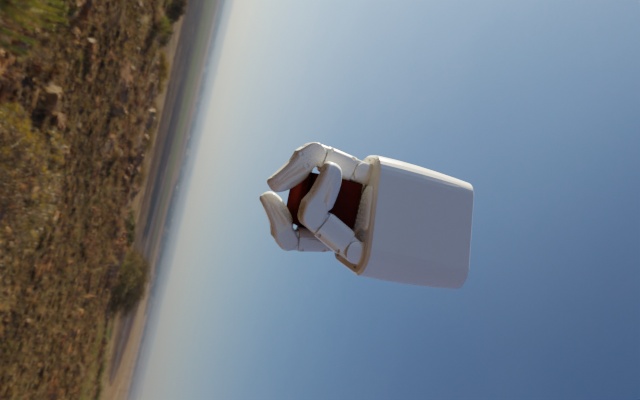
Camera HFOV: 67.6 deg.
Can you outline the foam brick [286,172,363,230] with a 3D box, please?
[{"bbox_3d":[0.000,0.001,0.468,0.051,0.053,0.078,12,2,-15],"label":"foam brick"}]
